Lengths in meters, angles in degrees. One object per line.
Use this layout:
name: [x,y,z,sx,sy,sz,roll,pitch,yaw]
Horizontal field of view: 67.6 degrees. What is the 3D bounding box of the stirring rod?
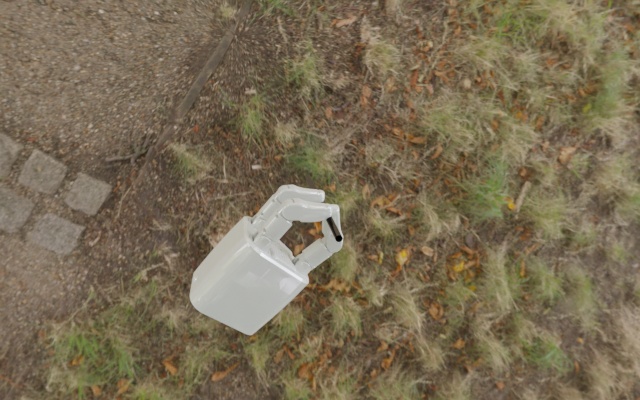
stirring rod: [0.000,0.002,0.620,0.011,0.011,0.239,0,19,-10]
